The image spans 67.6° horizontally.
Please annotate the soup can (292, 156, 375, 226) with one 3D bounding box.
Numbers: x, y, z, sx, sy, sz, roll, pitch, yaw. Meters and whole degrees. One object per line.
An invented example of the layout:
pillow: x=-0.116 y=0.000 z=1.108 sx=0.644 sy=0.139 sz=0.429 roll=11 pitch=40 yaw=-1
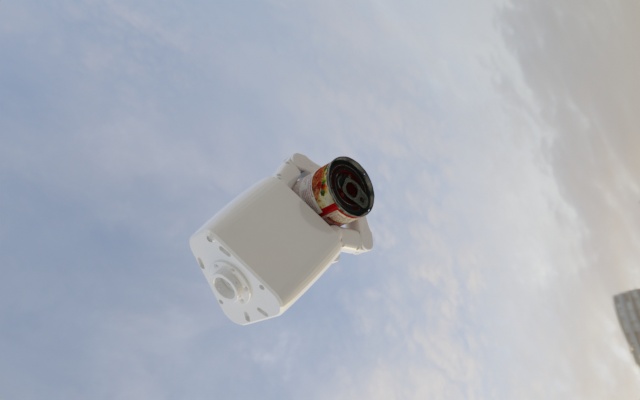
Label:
soup can: x=0.000 y=0.001 z=0.531 sx=0.068 sy=0.068 sz=0.102 roll=0 pitch=-19 yaw=-44
